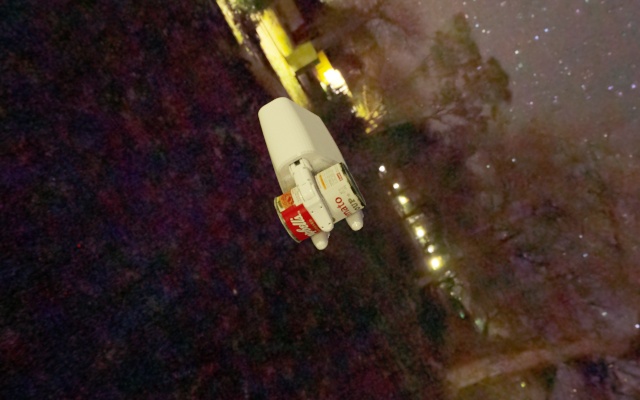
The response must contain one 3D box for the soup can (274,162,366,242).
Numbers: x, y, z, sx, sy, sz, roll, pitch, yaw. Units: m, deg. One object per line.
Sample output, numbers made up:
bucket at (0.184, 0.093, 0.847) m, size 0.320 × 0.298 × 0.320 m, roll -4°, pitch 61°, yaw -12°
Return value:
soup can at (0.000, 0.002, 0.629) m, size 0.102 × 0.068 × 0.068 m, roll -29°, pitch -5°, yaw 9°
